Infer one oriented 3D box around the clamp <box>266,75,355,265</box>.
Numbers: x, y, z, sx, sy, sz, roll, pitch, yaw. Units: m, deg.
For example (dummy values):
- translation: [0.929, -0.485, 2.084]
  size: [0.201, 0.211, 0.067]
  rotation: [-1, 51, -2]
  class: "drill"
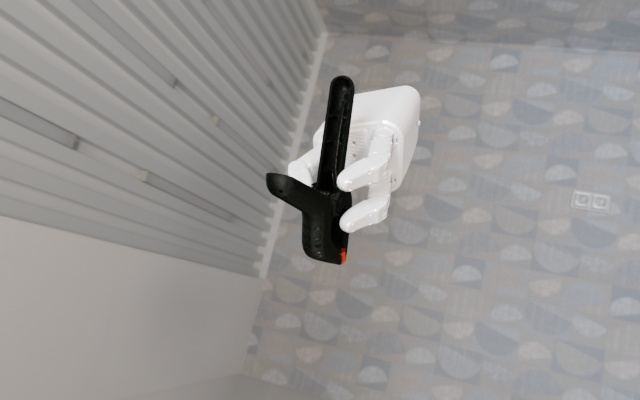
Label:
- translation: [-0.001, 0.002, 0.488]
  size: [0.036, 0.210, 0.164]
  rotation: [13, 41, 21]
  class: "clamp"
